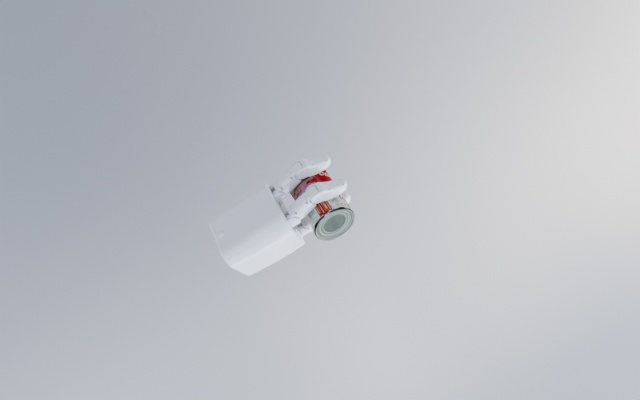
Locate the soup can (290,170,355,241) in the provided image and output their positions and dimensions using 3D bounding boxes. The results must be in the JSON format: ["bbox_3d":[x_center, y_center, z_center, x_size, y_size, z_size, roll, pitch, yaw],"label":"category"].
[{"bbox_3d":[0.001,0.002,0.727,0.068,0.068,0.102,0,42,-35],"label":"soup can"}]
